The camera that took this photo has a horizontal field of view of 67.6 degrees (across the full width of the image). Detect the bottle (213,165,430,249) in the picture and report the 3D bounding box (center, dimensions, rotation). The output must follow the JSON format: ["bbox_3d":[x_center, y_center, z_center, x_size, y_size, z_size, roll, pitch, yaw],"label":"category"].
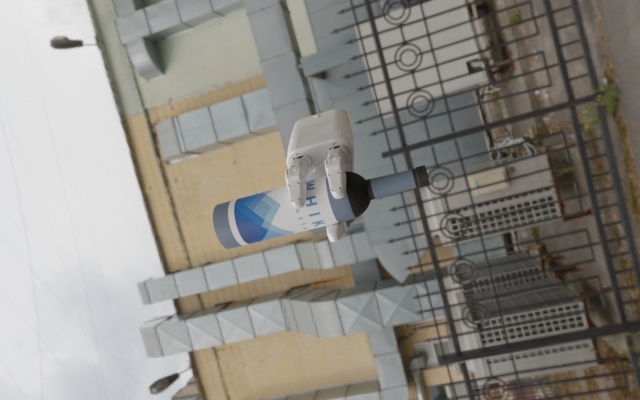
[{"bbox_3d":[0.000,0.002,0.654,0.296,0.069,0.069,-14,-3,12],"label":"bottle"}]
